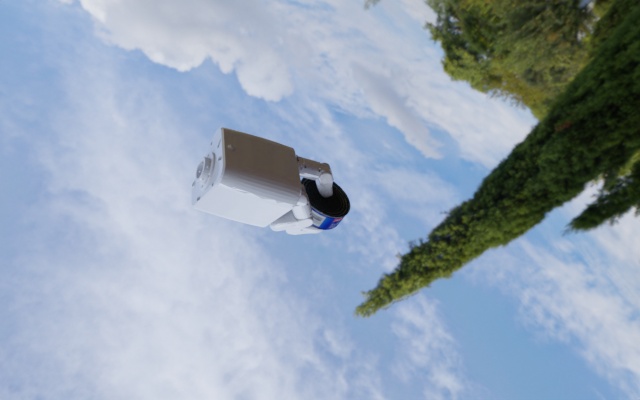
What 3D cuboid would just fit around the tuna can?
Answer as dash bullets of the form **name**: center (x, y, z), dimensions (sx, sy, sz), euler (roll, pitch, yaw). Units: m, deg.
- **tuna can**: center (0.000, 0.003, 0.720), dimensions (0.086, 0.086, 0.034), euler (0, -41, -39)
